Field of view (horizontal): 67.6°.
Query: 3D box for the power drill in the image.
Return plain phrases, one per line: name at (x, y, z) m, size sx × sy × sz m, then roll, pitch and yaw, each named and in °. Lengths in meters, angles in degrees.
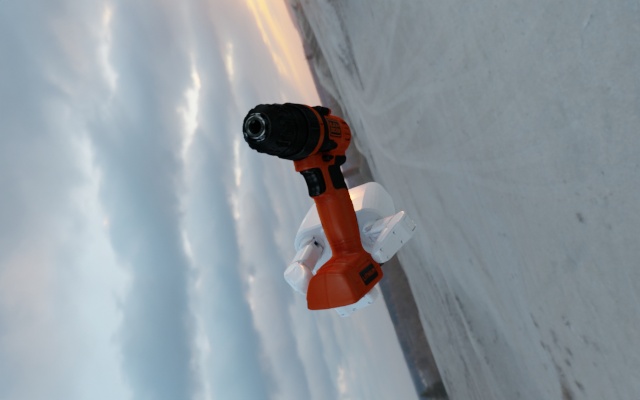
power drill at (0.000, 0.002, 0.449) m, size 0.057 × 0.187 × 0.184 m, roll -12°, pitch 0°, yaw 24°
